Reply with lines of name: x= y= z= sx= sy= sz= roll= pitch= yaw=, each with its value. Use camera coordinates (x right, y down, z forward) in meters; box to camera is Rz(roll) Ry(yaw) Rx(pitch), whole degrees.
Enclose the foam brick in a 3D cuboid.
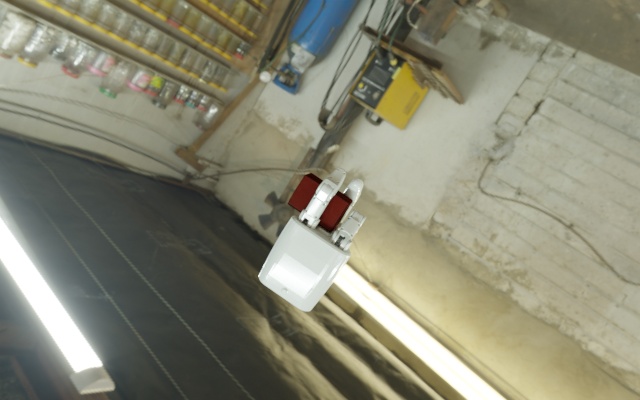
foam brick: x=0.000 y=0.002 z=0.699 sx=0.078 sy=0.051 sz=0.053 roll=34 pitch=11 yaw=6
